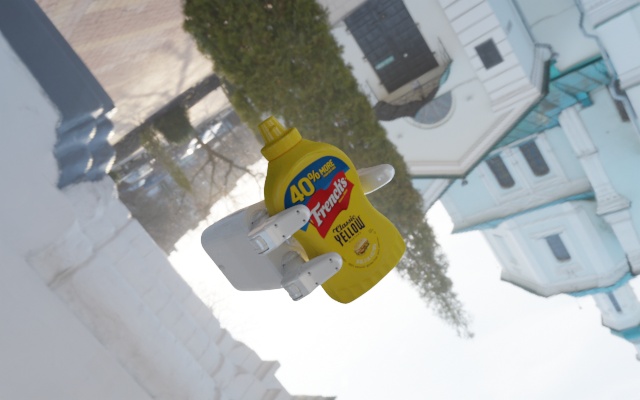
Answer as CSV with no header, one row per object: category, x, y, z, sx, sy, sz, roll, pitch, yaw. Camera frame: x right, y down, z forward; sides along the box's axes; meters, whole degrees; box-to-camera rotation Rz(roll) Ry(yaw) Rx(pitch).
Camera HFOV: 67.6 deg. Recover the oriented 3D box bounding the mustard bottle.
mustard bottle,0.000,0.002,0.471,0.096,0.192,0.058,-39,15,-16
